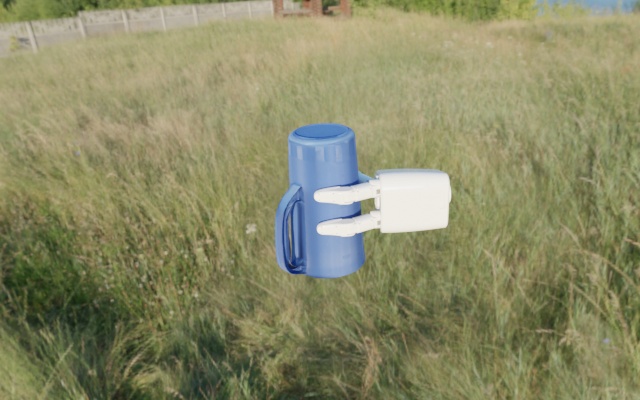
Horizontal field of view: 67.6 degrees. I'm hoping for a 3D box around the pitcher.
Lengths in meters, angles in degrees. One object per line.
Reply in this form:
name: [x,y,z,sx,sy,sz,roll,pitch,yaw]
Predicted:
pitcher: [0.000,0.003,0.802,0.145,0.243,0.149,-2,24,5]
